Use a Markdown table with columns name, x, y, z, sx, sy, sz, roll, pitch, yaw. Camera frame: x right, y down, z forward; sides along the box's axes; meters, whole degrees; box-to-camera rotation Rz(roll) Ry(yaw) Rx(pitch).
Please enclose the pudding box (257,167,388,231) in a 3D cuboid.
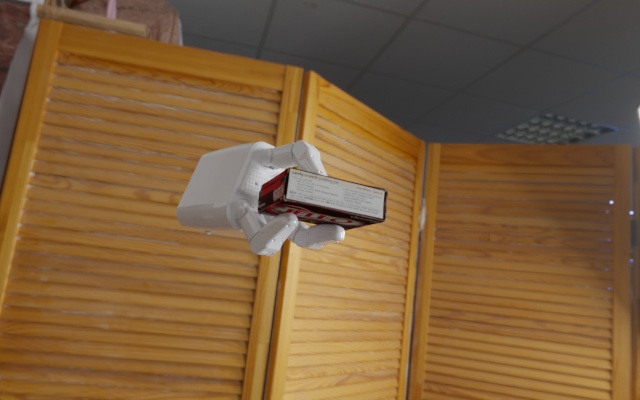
| name | x | y | z | sx | sy | sz | roll | pitch | yaw |
| --- | --- | --- | --- | --- | --- | --- | --- | --- | --- |
| pudding box | 0.000 | 0.001 | 0.502 | 0.113 | 0.039 | 0.090 | 10 | -12 | -22 |
